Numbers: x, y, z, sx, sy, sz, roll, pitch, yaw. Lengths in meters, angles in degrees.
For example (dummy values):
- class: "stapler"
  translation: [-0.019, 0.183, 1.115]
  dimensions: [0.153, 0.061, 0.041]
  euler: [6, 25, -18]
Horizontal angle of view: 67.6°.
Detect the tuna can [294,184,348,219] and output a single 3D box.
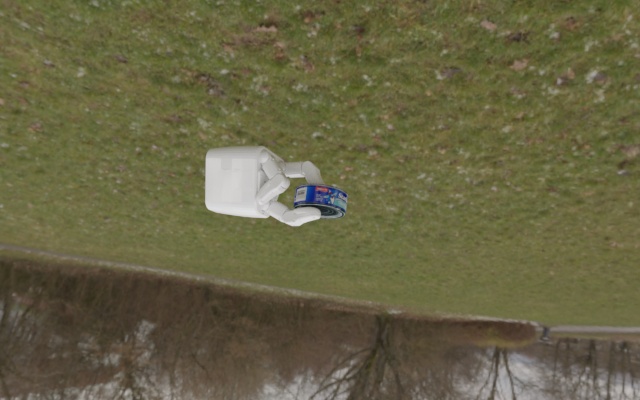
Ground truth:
- class: "tuna can"
  translation: [0.000, 0.003, 0.766]
  dimensions: [0.086, 0.033, 0.086]
  euler: [7, -16, 2]
